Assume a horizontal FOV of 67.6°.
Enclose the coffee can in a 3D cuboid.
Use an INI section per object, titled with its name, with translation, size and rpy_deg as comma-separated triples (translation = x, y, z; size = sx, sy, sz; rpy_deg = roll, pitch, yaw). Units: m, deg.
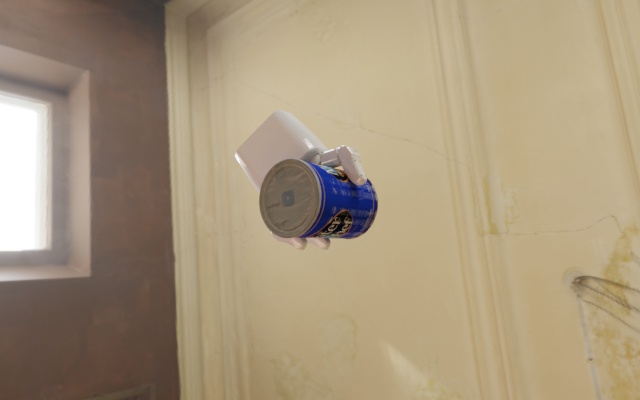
[coffee can]
translation = 0.000, 0.002, 0.664
size = 0.103, 0.103, 0.140
rpy_deg = 0, -4, 38
